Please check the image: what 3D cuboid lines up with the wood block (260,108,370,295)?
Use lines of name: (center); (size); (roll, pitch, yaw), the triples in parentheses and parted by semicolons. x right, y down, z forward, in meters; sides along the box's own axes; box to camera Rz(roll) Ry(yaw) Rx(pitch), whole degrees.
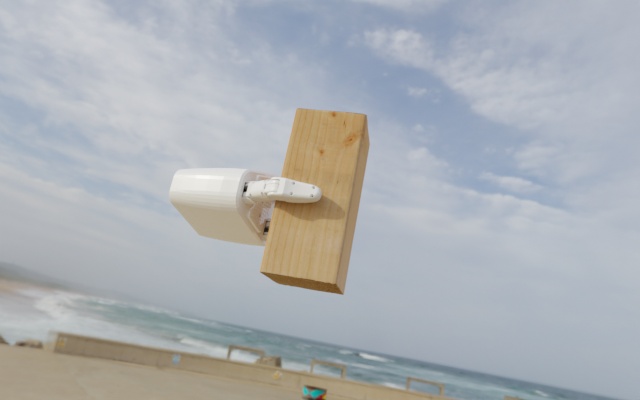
wood block: (0.000, 0.002, 0.588); (0.090, 0.206, 0.091); (8, -17, 12)
